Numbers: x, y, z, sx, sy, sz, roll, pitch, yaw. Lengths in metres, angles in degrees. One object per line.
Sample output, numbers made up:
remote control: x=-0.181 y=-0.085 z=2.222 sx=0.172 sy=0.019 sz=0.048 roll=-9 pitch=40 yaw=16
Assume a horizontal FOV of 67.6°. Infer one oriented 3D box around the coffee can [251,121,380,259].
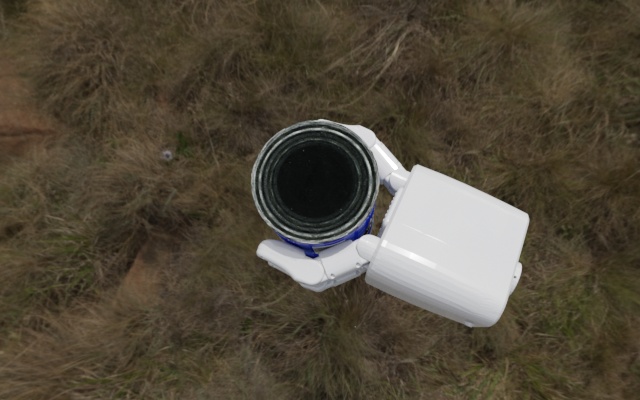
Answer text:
coffee can: x=0.000 y=0.001 z=0.443 sx=0.103 sy=0.102 sz=0.140 roll=0 pitch=-15 yaw=4
